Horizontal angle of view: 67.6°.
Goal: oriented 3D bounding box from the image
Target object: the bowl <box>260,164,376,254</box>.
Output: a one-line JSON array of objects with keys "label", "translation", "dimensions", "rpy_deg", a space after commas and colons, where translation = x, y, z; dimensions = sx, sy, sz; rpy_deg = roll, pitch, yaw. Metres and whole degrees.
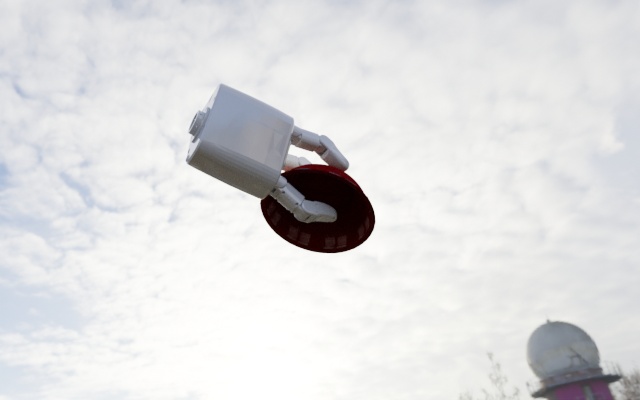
[{"label": "bowl", "translation": [0.001, 0.003, 0.670], "dimensions": [0.162, 0.162, 0.055], "rpy_deg": [0, 42, 16]}]
